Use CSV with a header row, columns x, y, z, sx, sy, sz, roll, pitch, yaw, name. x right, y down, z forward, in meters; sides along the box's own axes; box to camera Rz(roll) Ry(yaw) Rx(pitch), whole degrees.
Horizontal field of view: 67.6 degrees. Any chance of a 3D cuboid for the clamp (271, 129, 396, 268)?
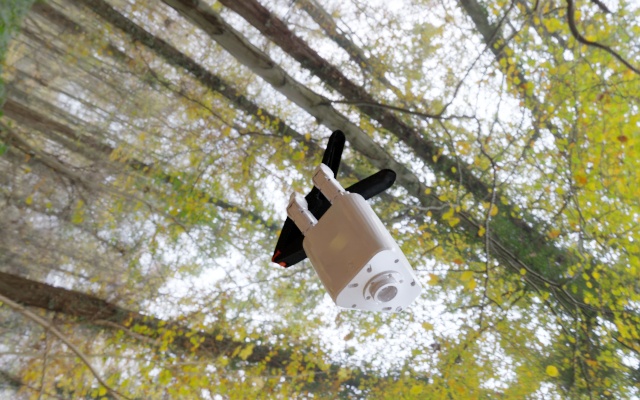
x,y,z,sx,sy,sz,roll,pitch,yaw,name
0.000,0.003,0.665,0.036,0.210,0.164,31,17,-33,clamp
